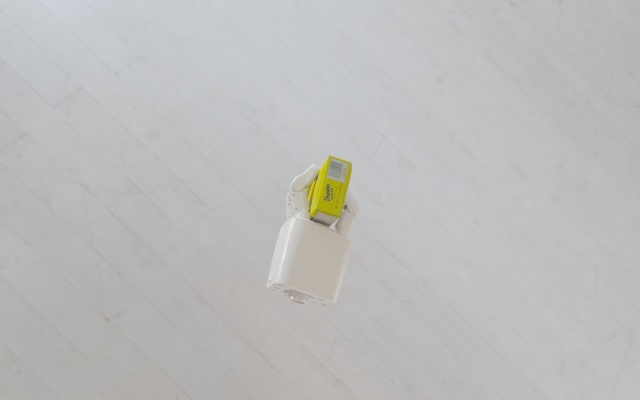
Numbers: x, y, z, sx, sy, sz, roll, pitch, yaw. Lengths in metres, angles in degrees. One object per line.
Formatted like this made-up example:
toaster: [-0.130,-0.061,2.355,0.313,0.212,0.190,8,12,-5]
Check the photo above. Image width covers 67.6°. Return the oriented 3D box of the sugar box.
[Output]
sugar box: [0.000,0.003,0.785,0.048,0.093,0.176,18,-21,-11]
